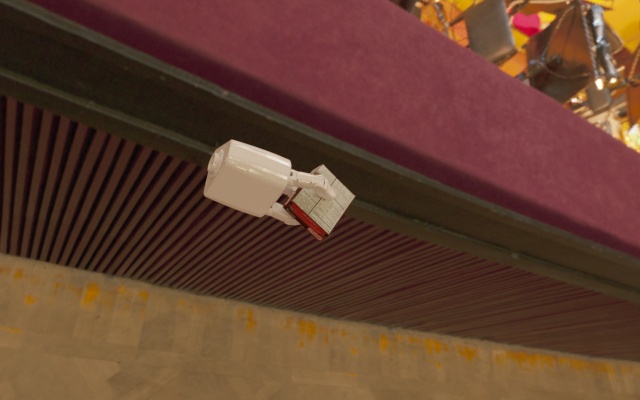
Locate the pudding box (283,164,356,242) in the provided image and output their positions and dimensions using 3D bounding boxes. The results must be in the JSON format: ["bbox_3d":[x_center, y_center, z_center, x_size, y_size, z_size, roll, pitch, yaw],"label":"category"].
[{"bbox_3d":[0.000,0.003,0.840,0.039,0.090,0.113,-34,14,51],"label":"pudding box"}]
